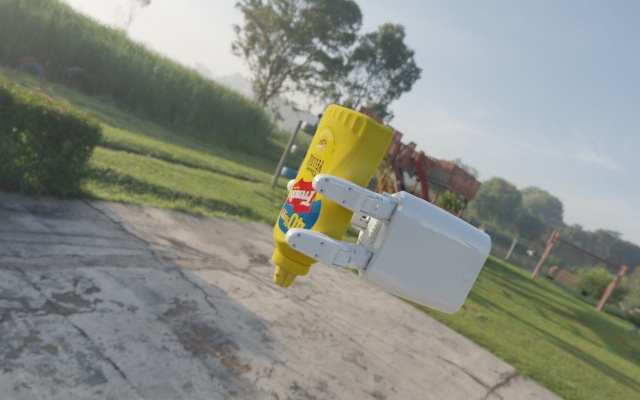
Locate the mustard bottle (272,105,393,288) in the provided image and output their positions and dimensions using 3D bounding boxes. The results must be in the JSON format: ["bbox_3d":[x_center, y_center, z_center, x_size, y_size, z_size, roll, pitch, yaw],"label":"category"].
[{"bbox_3d":[0.000,0.001,0.488,0.058,0.191,0.096,21,8,-31],"label":"mustard bottle"}]
